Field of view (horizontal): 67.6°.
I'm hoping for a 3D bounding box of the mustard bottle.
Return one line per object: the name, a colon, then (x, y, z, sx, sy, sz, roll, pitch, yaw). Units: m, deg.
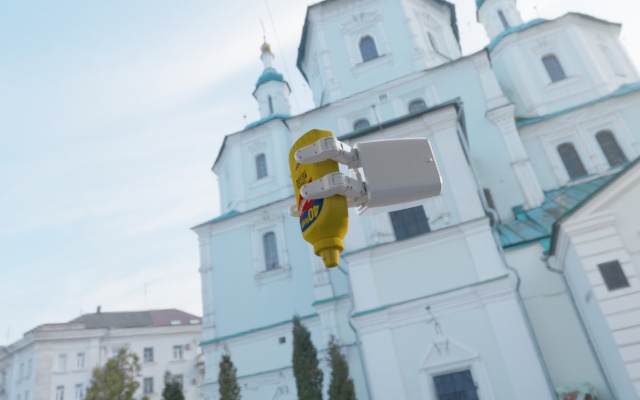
mustard bottle: (0.000, 0.002, 0.671, 0.058, 0.191, 0.096, 5, -30, -29)
